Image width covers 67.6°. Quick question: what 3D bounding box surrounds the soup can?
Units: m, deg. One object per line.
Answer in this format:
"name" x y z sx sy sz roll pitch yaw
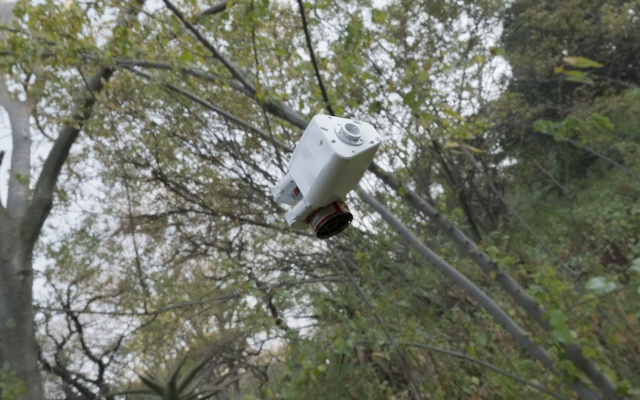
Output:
"soup can" 0.000 0.003 0.787 0.068 0.102 0.068 -24 -28 -14
